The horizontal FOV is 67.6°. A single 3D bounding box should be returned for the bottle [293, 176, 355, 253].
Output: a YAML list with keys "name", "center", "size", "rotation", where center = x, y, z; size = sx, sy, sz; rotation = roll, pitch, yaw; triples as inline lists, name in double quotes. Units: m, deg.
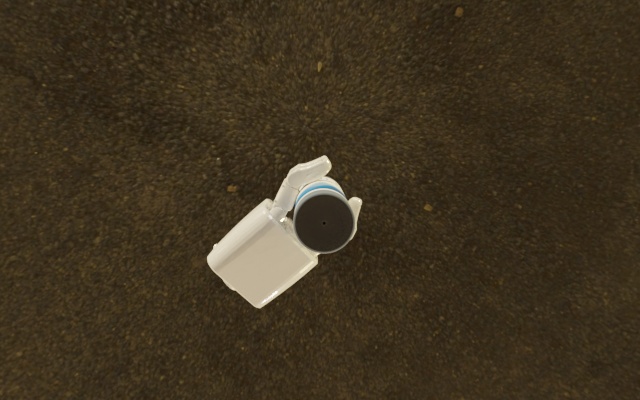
- name: "bottle"
  center: [0.000, 0.002, 0.652]
  size: [0.069, 0.069, 0.295]
  rotation: [0, 9, -2]
